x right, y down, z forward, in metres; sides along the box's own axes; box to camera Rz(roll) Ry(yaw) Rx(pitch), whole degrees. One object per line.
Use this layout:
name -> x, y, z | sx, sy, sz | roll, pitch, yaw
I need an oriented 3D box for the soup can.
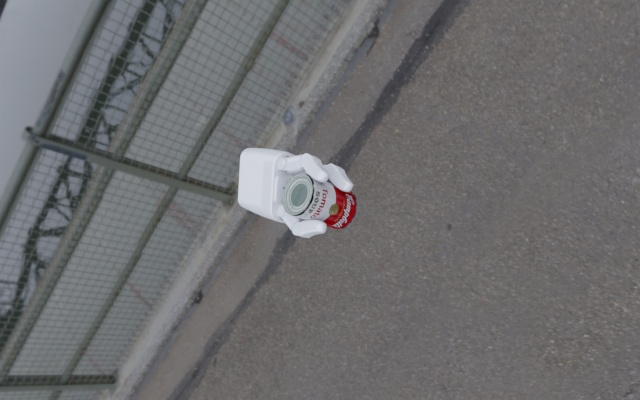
soup can -> 0.000, 0.003, 0.743 | 0.068, 0.068, 0.102 | 0, -14, 45
